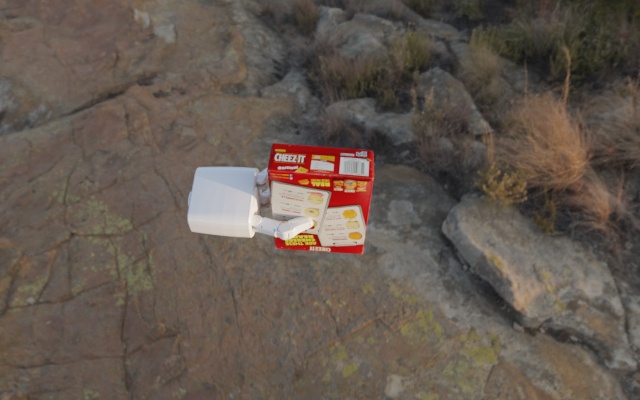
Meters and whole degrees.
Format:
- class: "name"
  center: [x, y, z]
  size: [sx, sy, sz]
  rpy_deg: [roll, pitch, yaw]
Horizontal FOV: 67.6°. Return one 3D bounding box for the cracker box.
- class: "cracker box"
  center: [0.000, 0.003, 0.816]
  size: [0.164, 0.072, 0.214]
  rpy_deg: [4, -38, 2]
